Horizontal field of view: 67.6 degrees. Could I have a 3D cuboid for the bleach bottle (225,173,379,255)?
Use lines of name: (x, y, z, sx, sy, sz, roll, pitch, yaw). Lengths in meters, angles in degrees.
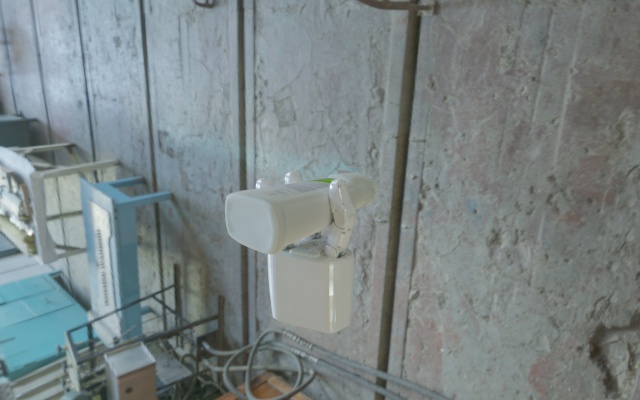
bleach bottle: (0.000, 0.002, 0.648, 0.102, 0.068, 0.251, 14, 21, 41)
